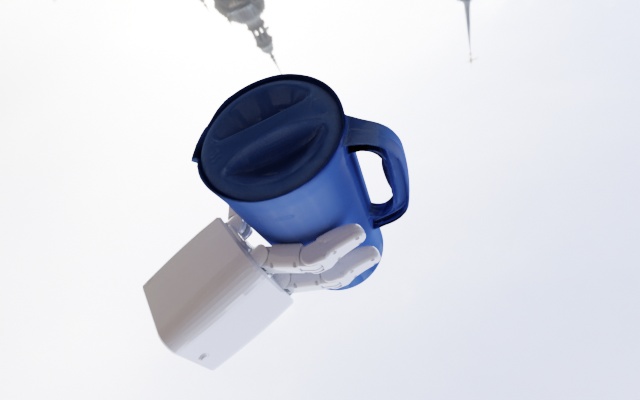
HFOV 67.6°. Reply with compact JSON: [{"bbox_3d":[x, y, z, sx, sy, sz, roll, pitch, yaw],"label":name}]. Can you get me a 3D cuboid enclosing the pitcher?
[{"bbox_3d":[0.000,0.002,0.483,0.149,0.145,0.243,43,-9,35],"label":"pitcher"}]
